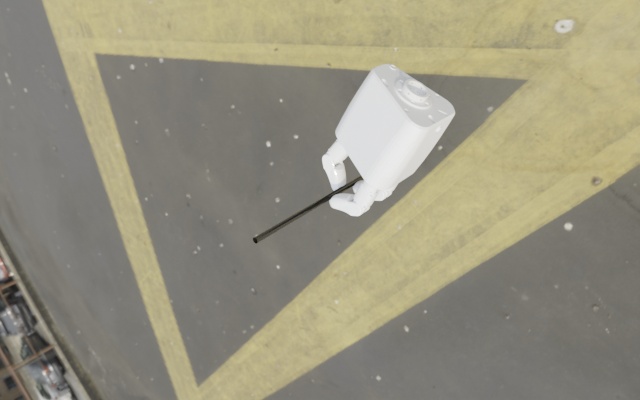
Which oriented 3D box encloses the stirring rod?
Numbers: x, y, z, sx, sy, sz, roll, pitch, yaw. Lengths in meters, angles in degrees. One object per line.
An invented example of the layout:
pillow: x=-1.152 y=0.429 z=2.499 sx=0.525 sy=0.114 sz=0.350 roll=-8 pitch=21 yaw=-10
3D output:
stirring rod: x=0.000 y=0.002 z=0.646 sx=0.011 sy=0.011 sz=0.239 roll=0 pitch=22 yaw=44
